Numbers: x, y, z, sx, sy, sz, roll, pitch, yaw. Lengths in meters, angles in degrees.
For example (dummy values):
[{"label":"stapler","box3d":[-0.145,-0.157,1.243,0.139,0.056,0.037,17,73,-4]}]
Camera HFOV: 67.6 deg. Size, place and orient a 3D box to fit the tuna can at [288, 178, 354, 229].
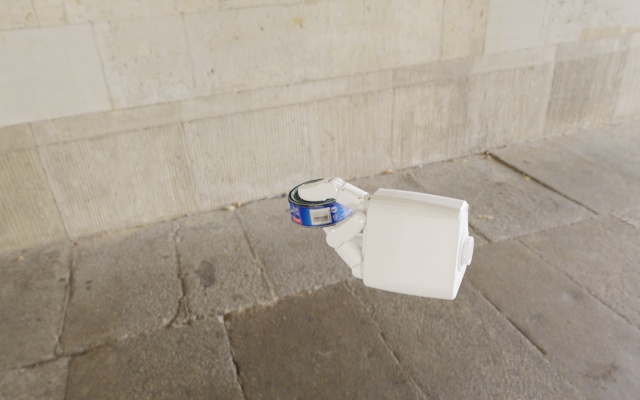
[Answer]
[{"label":"tuna can","box3d":[0.000,0.002,0.633,0.086,0.034,0.086,-7,25,3]}]
